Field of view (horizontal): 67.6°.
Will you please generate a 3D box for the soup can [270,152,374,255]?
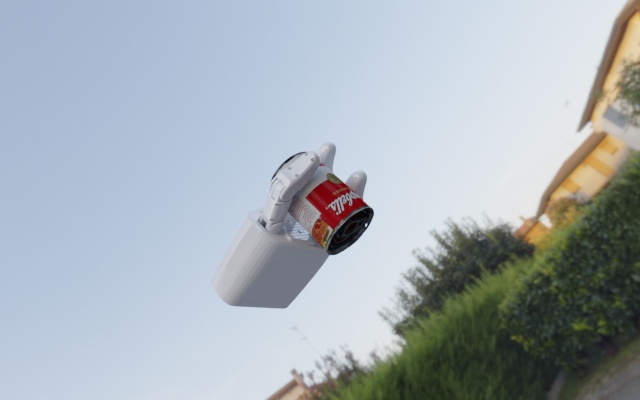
[{"bbox_3d":[0.000,0.001,0.528,0.102,0.068,0.068,44,23,25],"label":"soup can"}]
